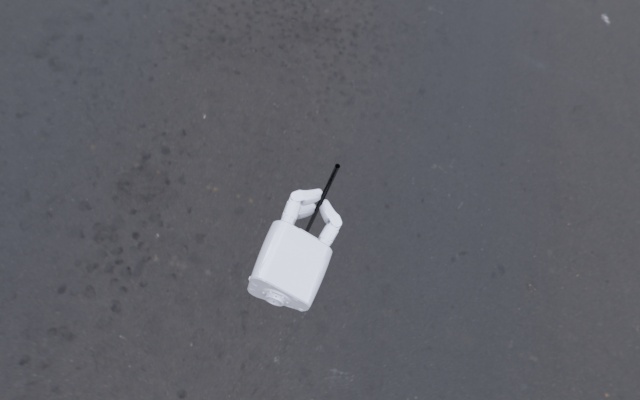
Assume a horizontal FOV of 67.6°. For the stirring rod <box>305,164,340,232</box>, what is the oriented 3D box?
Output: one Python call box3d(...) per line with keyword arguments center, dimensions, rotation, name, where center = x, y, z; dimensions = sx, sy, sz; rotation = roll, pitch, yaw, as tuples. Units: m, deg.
box3d(center=(0.000, 0.003, 0.830), dimensions=(0.011, 0.011, 0.240), rotation=(0, -27, -14), name="stirring rod")
